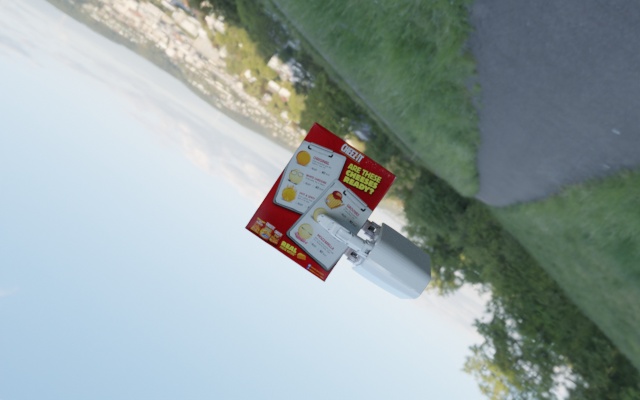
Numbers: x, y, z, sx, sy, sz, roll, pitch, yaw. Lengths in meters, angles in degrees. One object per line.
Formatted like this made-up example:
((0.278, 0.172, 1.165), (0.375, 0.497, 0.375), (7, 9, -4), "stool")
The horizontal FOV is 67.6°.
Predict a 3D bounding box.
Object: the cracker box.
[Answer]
((0.000, 0.003, 0.813), (0.164, 0.214, 0.072), (34, 4, -1), "cracker box")
